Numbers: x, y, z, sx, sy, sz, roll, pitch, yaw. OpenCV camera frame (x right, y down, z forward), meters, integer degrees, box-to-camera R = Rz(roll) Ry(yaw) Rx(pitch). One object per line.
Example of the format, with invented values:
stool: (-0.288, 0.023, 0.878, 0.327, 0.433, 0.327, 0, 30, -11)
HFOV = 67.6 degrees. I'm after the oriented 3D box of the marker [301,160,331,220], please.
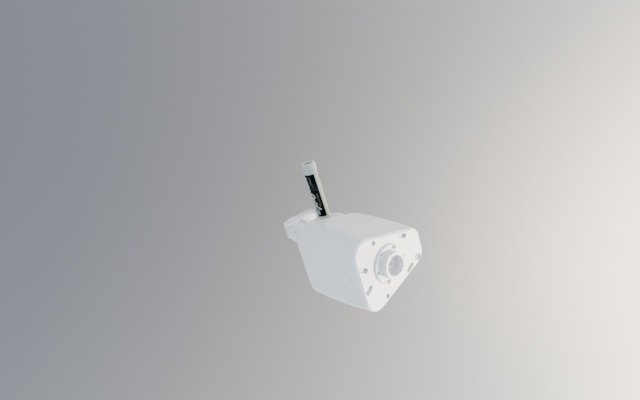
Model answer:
marker: (0.000, 0.002, 0.671, 0.020, 0.121, 0.020, -16, 20, 6)
